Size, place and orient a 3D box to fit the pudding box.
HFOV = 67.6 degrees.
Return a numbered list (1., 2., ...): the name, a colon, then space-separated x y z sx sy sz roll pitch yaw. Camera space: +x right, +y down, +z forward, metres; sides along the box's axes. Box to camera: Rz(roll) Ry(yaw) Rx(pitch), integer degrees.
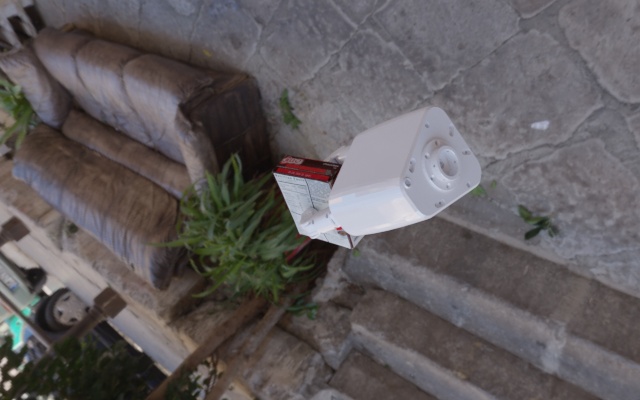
1. pudding box: 0.000 0.002 0.586 0.090 0.114 0.039 14 48 36
